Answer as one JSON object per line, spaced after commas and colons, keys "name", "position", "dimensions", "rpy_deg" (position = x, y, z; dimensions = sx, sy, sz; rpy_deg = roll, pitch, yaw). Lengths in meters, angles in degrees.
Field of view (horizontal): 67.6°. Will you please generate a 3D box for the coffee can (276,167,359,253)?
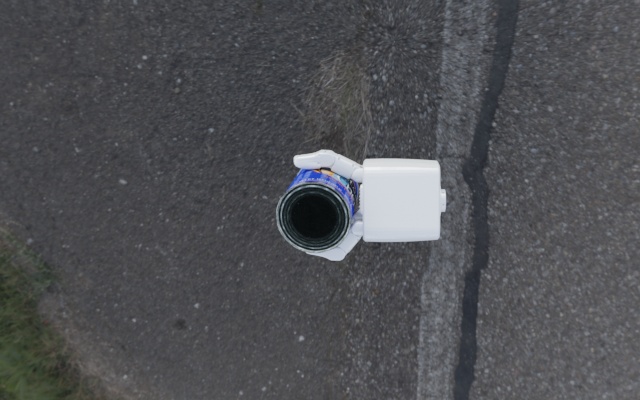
{"name": "coffee can", "position": [0.000, 0.002, 0.701], "dimensions": [0.103, 0.103, 0.140], "rpy_deg": [0, 18, 9]}
